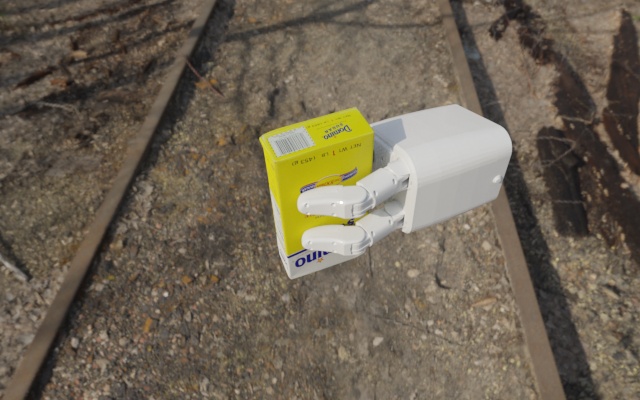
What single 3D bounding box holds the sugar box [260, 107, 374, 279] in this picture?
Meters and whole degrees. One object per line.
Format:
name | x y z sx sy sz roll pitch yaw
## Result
sugar box | 0.000 0.002 0.466 0.093 0.176 0.048 -18 47 -12
